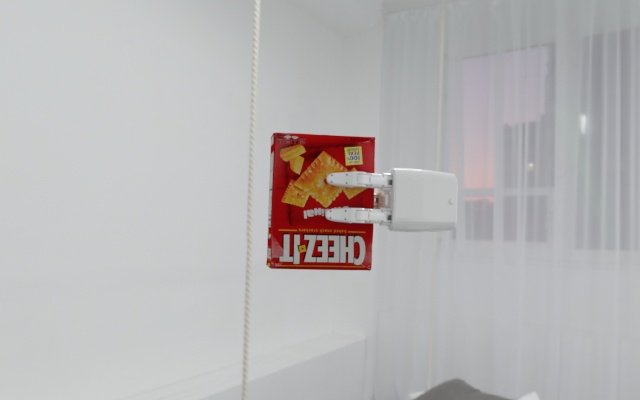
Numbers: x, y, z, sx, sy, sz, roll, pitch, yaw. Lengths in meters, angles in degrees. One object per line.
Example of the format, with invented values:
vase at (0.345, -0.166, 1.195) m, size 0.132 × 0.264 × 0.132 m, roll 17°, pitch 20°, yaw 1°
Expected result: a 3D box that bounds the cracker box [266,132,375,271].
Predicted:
cracker box at (0.000, 0.002, 0.764) m, size 0.164 × 0.213 × 0.072 m, roll 2°, pitch -3°, yaw -10°
